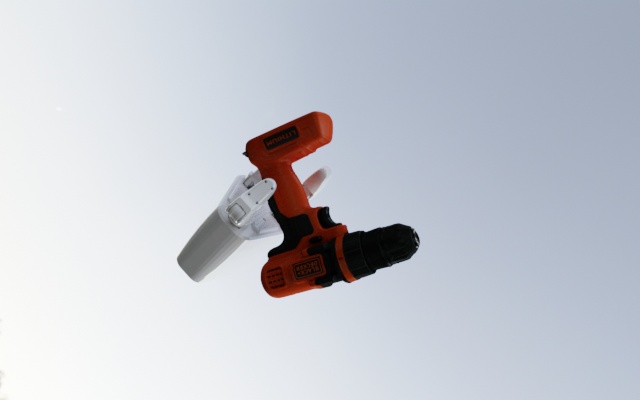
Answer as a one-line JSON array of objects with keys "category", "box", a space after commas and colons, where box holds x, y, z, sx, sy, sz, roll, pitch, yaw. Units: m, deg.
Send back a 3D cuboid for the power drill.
[{"category": "power drill", "box": [0.000, 0.001, 0.529, 0.184, 0.187, 0.057, -19, -12, 19]}]
